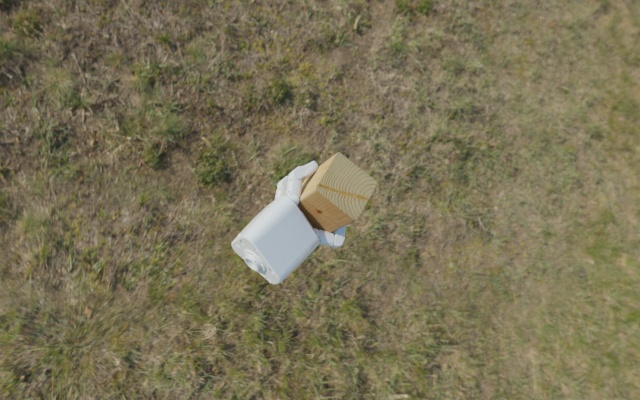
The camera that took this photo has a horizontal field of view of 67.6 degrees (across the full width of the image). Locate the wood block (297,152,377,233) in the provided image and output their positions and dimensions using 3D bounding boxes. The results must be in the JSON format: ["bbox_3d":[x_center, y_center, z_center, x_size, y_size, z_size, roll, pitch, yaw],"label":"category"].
[{"bbox_3d":[0.000,0.003,0.882,0.091,0.090,0.206,38,-28,-13],"label":"wood block"}]
